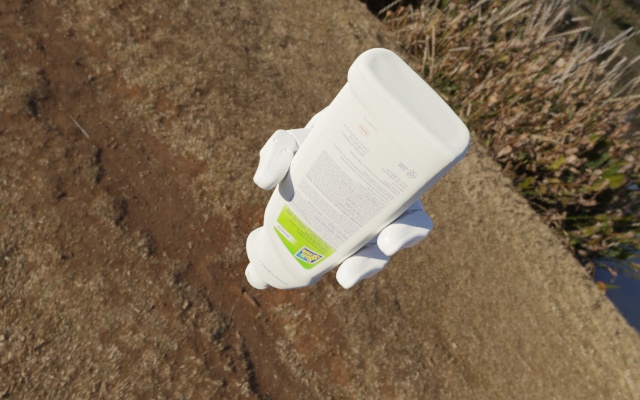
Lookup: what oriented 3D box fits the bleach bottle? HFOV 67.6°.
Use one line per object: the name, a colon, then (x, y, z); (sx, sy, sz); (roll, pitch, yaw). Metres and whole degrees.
bleach bottle: (0.000, 0.001, 0.403); (0.251, 0.102, 0.068); (-45, -1, 39)
